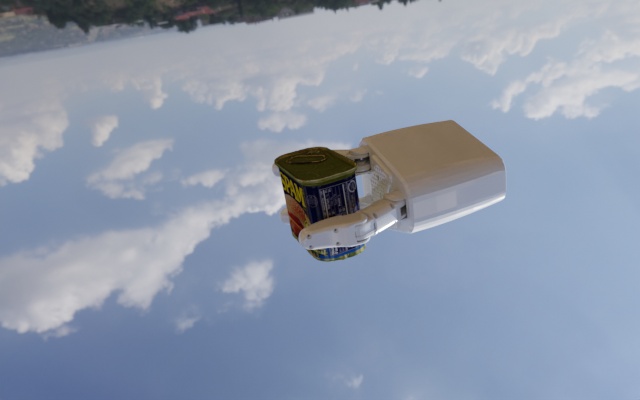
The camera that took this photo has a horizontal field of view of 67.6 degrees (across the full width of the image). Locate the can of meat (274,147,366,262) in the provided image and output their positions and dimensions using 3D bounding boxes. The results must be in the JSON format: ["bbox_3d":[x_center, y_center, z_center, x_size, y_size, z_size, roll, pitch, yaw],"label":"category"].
[{"bbox_3d":[0.000,0.002,0.460,0.057,0.084,0.102,-17,23,-17],"label":"can of meat"}]
